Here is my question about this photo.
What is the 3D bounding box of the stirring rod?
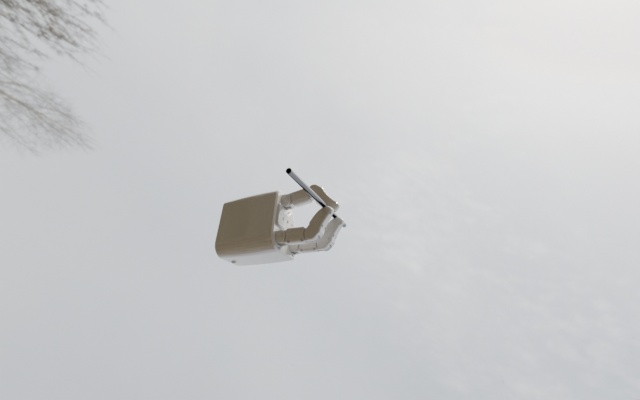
[{"bbox_3d":[0.000,0.002,0.713,0.011,0.011,0.240,0,-19,21],"label":"stirring rod"}]
